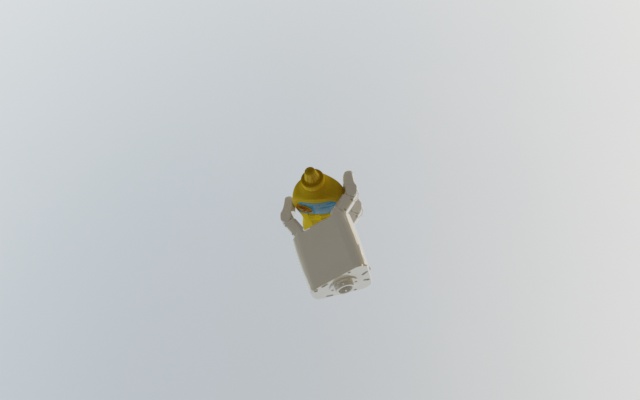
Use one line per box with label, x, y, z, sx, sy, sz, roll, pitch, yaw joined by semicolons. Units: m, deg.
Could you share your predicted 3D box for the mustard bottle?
mustard bottle;0.000;0.003;0.871;0.096;0.058;0.192;-1;-33;13
